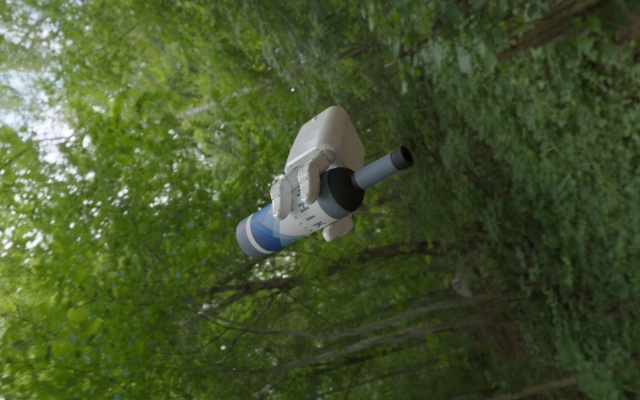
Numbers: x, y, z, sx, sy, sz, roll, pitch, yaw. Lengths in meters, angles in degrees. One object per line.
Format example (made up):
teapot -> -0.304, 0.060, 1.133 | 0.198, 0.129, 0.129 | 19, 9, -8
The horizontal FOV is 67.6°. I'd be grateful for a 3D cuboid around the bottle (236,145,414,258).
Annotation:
bottle -> 0.000, 0.002, 0.666 | 0.296, 0.069, 0.069 | -28, -17, 35
